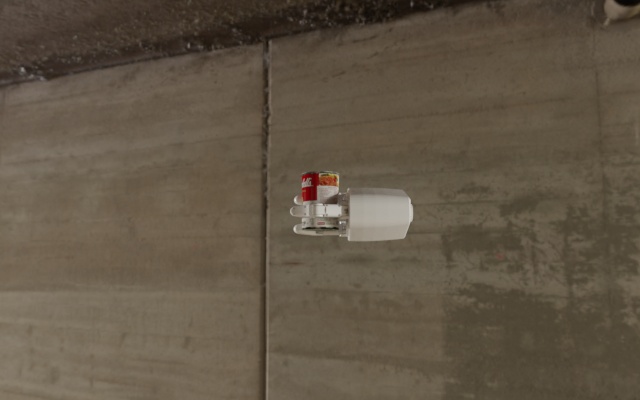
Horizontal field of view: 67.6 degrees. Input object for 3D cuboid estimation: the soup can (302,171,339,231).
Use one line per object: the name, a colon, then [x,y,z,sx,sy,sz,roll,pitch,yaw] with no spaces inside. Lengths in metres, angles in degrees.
soup can: [0.000,0.003,0.858,0.068,0.102,0.068,0,-6,0]
